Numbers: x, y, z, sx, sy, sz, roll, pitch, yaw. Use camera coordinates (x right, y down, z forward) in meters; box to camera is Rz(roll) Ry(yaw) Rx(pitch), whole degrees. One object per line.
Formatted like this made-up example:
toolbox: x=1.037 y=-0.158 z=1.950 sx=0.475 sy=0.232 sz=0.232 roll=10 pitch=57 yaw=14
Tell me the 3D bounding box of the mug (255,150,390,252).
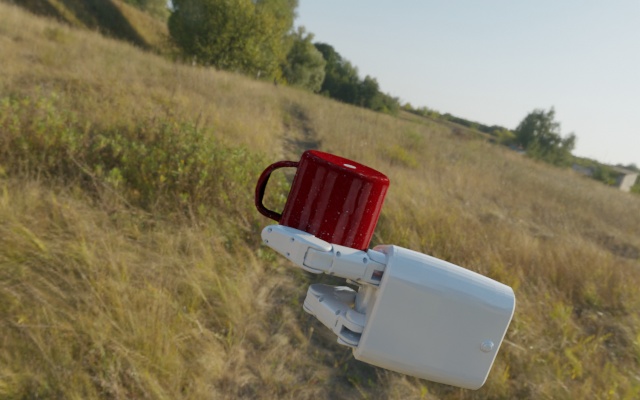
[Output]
mug: x=-0.001 y=0.001 z=0.424 sx=0.117 sy=0.081 sz=0.093 roll=18 pitch=12 yaw=-1
